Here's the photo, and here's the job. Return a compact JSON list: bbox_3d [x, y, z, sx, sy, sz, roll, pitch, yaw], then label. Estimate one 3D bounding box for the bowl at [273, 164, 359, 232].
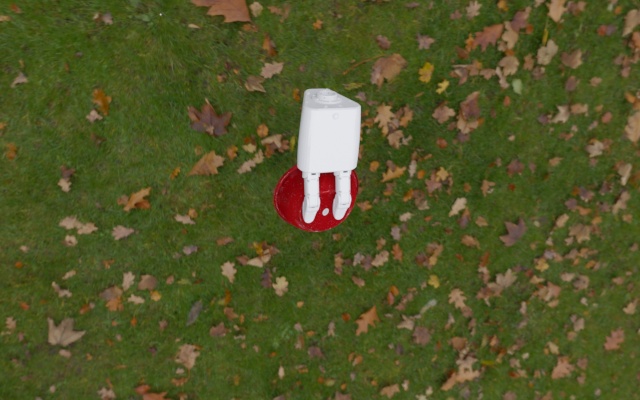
[{"bbox_3d":[0.000,0.004,0.851,0.162,0.162,0.055,0,38,-21],"label":"bowl"}]
